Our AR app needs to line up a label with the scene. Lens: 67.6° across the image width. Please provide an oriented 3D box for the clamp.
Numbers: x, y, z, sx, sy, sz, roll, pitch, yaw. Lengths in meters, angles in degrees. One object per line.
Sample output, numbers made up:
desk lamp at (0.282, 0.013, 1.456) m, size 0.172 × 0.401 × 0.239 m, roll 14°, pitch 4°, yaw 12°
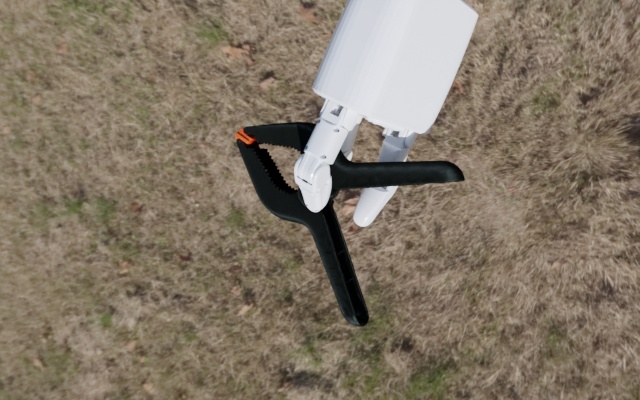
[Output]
clamp at (-0.001, 0.001, 0.433) m, size 0.210 × 0.164 × 0.036 m, roll 30°, pitch 16°, yaw 23°
